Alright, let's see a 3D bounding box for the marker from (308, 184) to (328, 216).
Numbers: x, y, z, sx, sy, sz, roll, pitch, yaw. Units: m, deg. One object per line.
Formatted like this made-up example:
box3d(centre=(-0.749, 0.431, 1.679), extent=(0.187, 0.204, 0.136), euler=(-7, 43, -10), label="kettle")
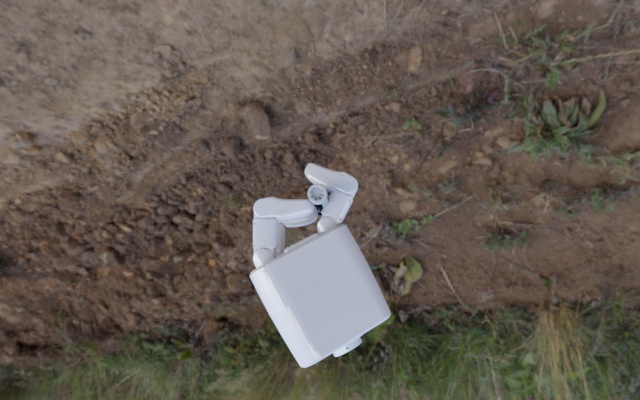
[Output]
box3d(centre=(0.000, 0.002, 0.517), extent=(0.020, 0.020, 0.121), euler=(0, -8, 3), label="marker")
